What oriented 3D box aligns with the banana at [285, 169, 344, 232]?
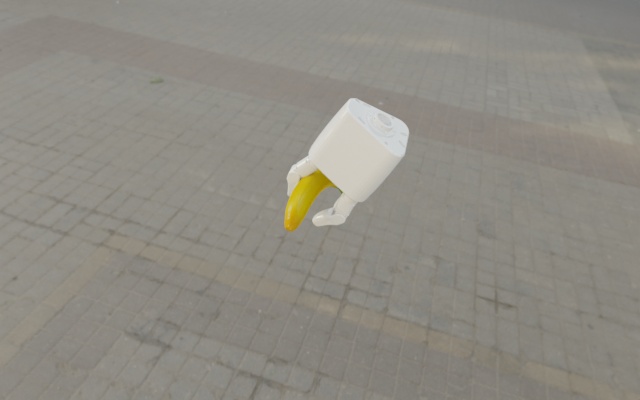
[{"bbox_3d":[-0.005,-0.016,0.771,0.037,0.069,0.197,-16,9,35],"label":"banana"}]
